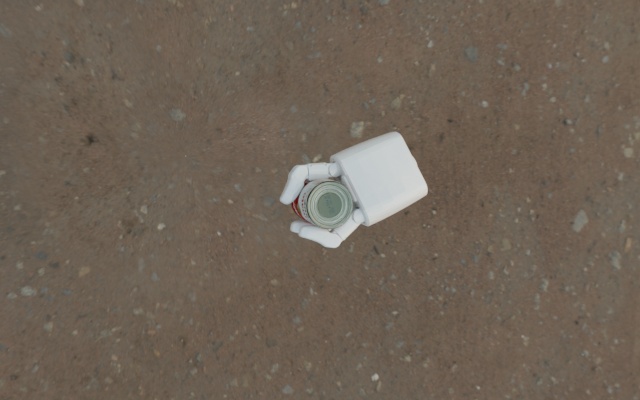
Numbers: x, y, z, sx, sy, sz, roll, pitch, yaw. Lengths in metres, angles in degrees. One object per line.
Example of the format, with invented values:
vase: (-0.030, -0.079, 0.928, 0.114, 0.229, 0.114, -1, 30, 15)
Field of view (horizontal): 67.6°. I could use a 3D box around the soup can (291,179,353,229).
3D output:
soup can: (0.000, 0.002, 0.690, 0.068, 0.068, 0.102, 0, 5, -16)
